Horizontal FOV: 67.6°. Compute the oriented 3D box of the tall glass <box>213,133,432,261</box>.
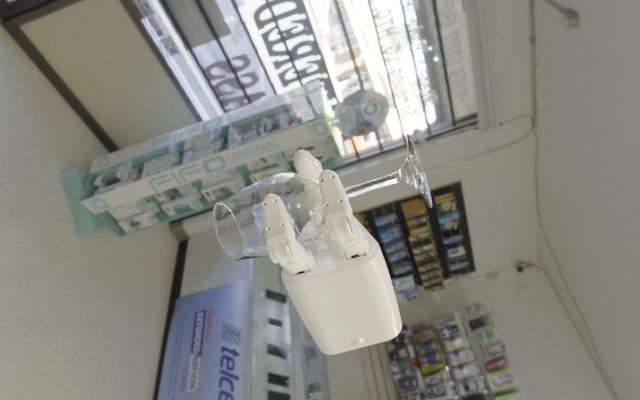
[{"bbox_3d":[0.001,0.001,0.465,0.201,0.079,0.079,-17,-3,8],"label":"tall glass"}]
